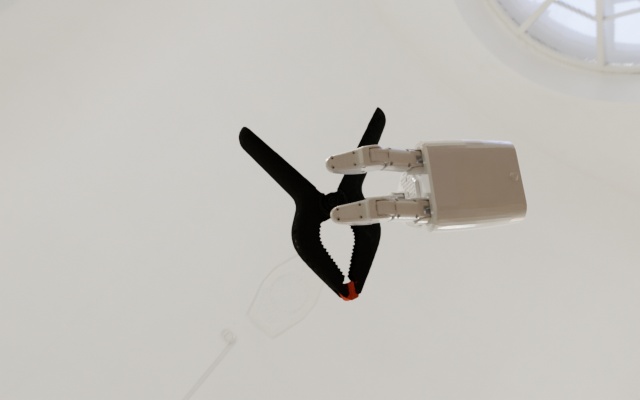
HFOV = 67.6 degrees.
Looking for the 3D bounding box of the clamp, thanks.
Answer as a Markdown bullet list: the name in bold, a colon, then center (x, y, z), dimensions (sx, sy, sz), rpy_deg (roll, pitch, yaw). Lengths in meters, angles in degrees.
- **clamp**: center (0.000, 0.002, 0.508), dimensions (0.164, 0.210, 0.036), rpy_deg (-4, -13, -7)
